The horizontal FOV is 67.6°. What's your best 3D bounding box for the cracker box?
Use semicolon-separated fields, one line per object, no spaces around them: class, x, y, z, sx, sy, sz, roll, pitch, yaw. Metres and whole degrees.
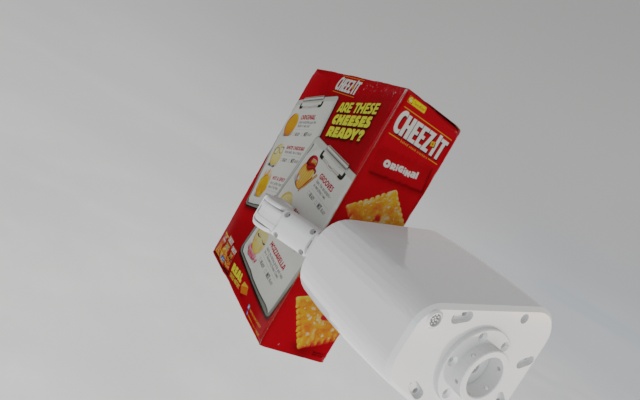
cracker box;0.000;0.001;0.420;0.072;0.214;0.164;27;6;-31
